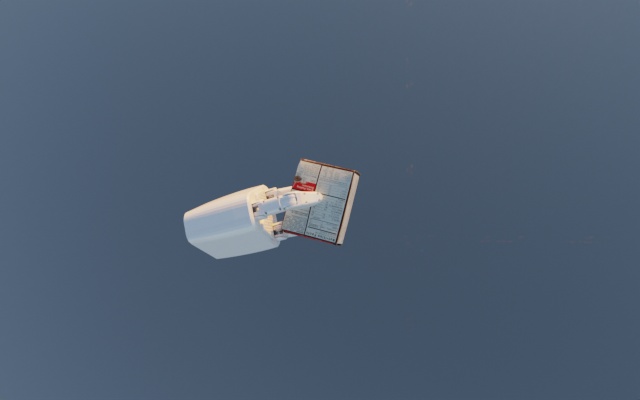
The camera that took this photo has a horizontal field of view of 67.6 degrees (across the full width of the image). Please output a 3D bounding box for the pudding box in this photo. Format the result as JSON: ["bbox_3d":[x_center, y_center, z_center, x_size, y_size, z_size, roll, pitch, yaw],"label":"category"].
[{"bbox_3d":[0.000,0.002,0.703,0.090,0.113,0.039,14,-1,16],"label":"pudding box"}]
